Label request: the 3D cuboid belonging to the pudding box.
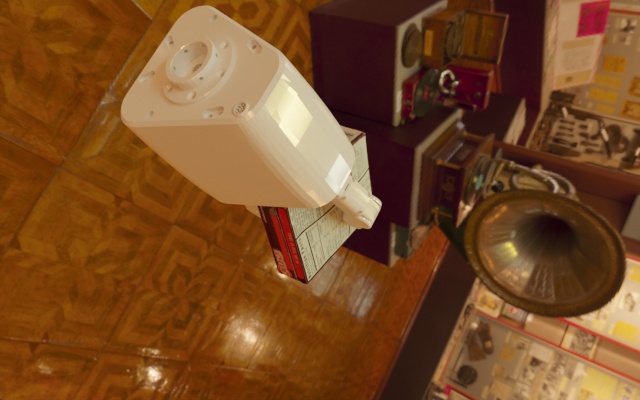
[{"bbox_3d":[0.000,0.001,0.410,0.039,0.090,0.113,20,48,34],"label":"pudding box"}]
